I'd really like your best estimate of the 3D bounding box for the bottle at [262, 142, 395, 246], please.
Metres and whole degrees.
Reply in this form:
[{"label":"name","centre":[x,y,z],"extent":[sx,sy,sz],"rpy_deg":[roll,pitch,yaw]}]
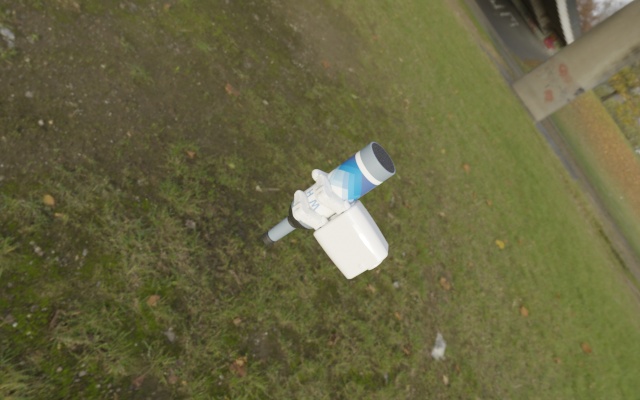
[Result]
[{"label":"bottle","centre":[0.000,0.003,0.877],"extent":[0.296,0.069,0.069],"rpy_deg":[-35,-18,28]}]
